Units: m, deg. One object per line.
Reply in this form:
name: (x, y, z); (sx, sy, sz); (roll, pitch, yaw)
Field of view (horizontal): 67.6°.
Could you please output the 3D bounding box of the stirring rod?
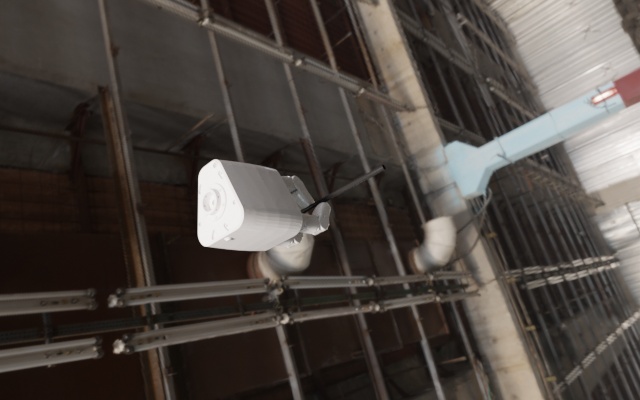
stirring rod: (0.000, 0.002, 0.726); (0.239, 0.011, 0.011); (-29, -17, 34)
